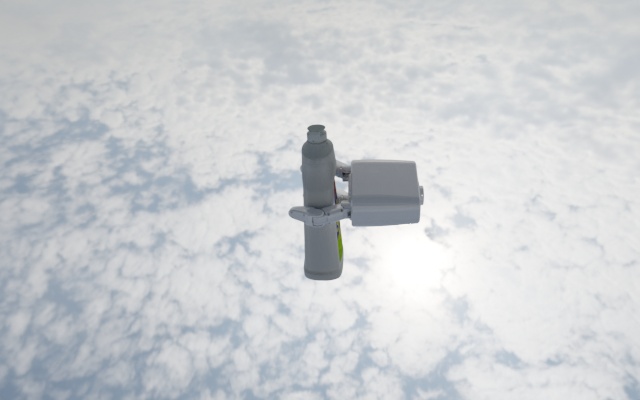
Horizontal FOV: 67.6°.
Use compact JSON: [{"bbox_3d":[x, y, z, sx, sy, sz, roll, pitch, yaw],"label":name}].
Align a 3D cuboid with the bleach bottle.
[{"bbox_3d":[0.000,0.003,0.773,0.068,0.251,0.102,0,31,6],"label":"bleach bottle"}]
